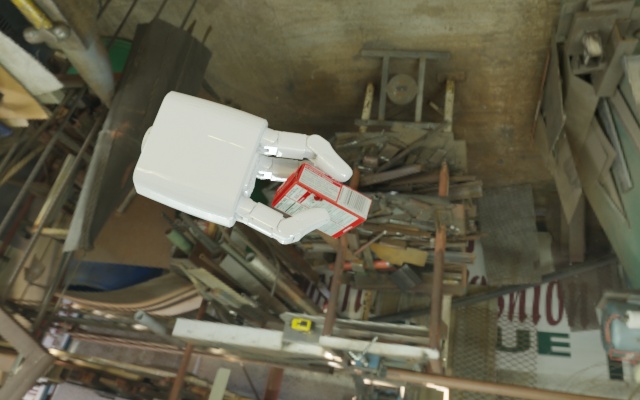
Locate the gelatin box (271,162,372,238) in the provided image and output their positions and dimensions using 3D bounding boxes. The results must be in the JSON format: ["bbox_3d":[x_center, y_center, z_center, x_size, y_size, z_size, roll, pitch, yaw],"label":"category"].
[{"bbox_3d":[0.000,0.002,0.525,0.089,0.030,0.073,29,-30,-13],"label":"gelatin box"}]
